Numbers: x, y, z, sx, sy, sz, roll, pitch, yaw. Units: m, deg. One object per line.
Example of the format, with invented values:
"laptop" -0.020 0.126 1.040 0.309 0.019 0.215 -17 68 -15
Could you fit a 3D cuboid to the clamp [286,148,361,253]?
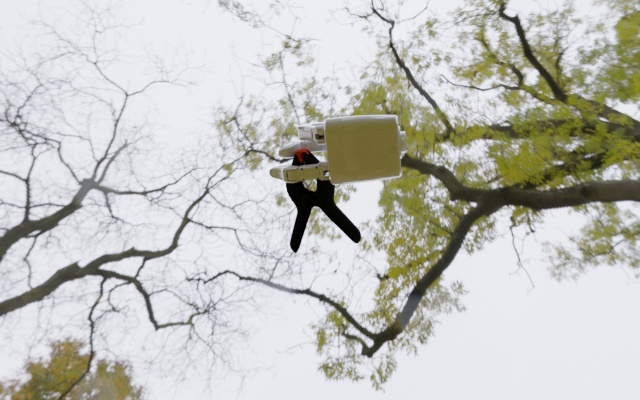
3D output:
"clamp" 0.000 0.002 0.757 0.120 0.171 0.039 -4 18 10
